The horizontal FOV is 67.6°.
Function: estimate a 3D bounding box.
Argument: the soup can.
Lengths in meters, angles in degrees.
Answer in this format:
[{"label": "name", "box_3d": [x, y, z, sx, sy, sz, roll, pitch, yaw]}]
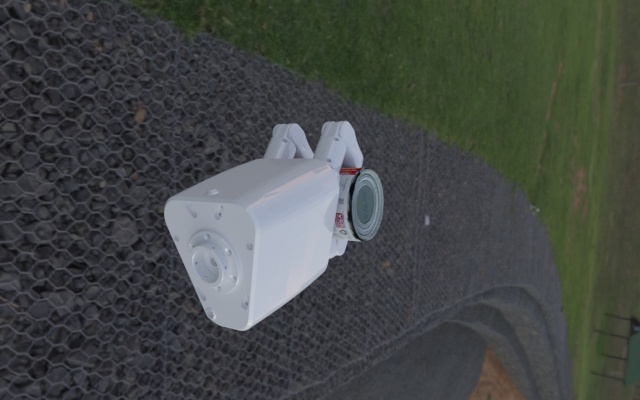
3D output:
[{"label": "soup can", "box_3d": [0.001, 0.001, 0.453, 0.102, 0.068, 0.068, 3, 1, 32]}]
